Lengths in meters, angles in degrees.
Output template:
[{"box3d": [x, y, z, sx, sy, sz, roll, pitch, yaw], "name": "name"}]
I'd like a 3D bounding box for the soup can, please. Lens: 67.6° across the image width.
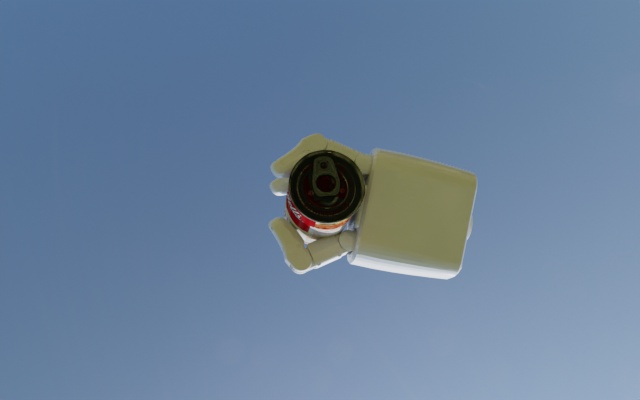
[{"box3d": [0.000, 0.002, 0.463, 0.068, 0.068, 0.102, 0, -17, -7], "name": "soup can"}]
